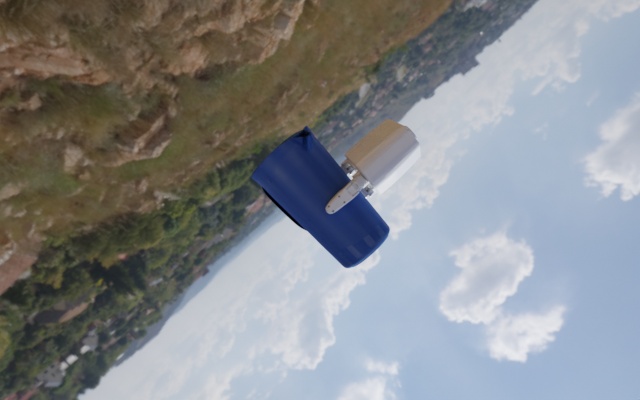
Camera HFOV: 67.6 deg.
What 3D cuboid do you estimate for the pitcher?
[{"bbox_3d":[0.000,0.003,0.846,0.145,0.243,0.149,-42,1,4],"label":"pitcher"}]
